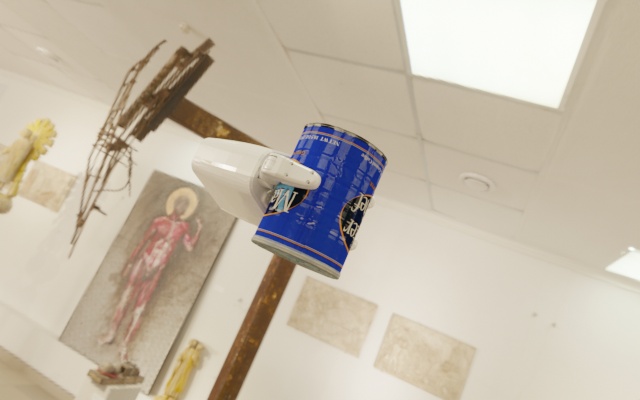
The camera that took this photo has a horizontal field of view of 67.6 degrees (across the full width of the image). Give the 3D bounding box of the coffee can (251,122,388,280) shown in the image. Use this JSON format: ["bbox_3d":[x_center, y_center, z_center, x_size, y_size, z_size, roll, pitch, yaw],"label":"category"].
[{"bbox_3d":[0.000,0.002,0.522,0.103,0.140,0.103,23,-11,5],"label":"coffee can"}]
